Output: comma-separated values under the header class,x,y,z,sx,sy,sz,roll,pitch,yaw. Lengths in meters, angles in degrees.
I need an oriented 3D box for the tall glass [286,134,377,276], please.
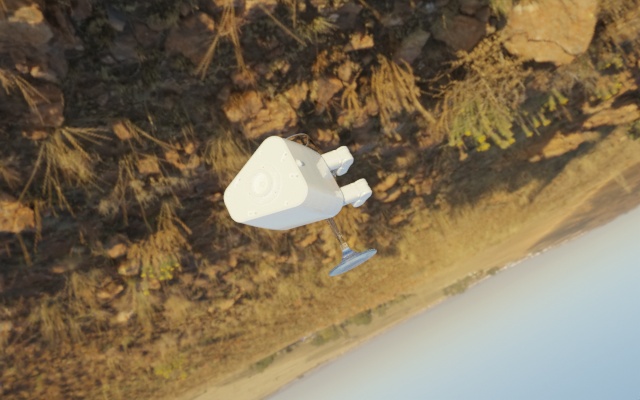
class,x,y,z,sx,sy,sz,roll,pitch,yaw
tall glass,0.000,0.003,0.685,0.079,0.201,0.079,-25,-18,-9
